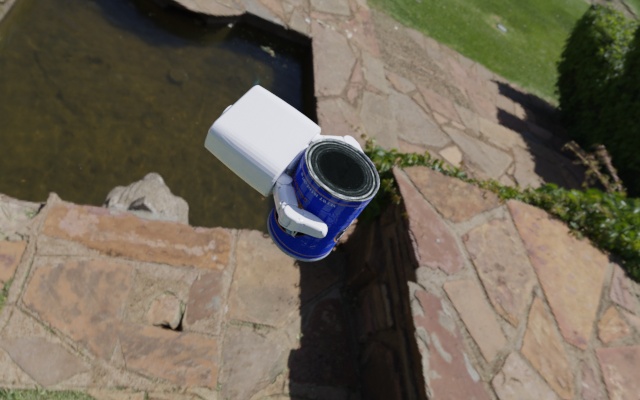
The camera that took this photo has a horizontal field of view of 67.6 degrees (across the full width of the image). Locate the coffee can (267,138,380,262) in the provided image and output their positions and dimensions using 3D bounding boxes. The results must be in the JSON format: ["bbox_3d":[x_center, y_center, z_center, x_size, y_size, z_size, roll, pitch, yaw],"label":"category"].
[{"bbox_3d":[0.000,0.002,0.636,0.103,0.102,0.140,0,-37,-30],"label":"coffee can"}]
